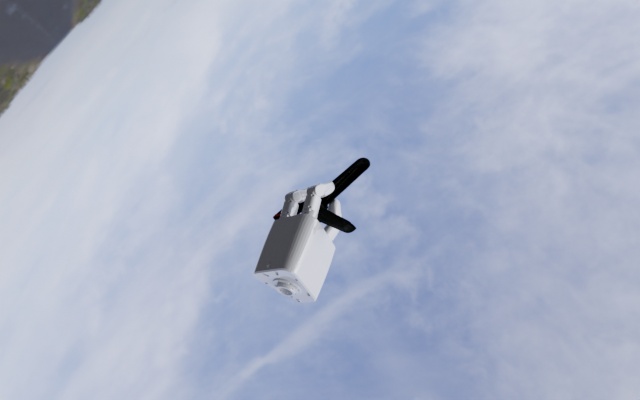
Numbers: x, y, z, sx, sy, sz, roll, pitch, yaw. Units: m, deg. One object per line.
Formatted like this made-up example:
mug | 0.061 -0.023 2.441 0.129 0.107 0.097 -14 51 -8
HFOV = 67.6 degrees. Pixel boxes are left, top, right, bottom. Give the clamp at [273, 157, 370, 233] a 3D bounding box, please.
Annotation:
clamp | 0.000 0.004 0.875 0.210 0.164 0.036 -14 -49 41
